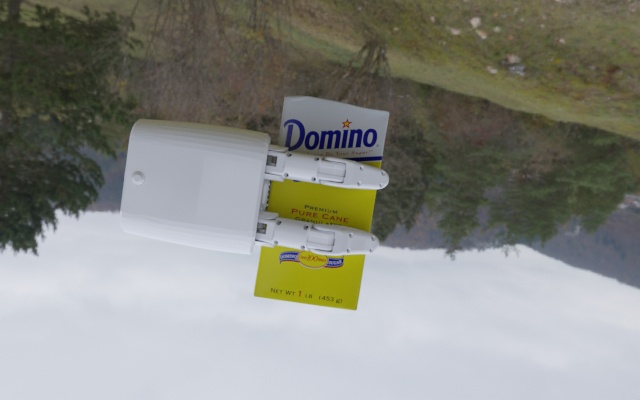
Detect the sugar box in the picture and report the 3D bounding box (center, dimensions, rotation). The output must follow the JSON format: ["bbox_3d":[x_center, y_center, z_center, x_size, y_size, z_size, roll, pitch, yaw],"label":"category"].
[{"bbox_3d":[0.000,0.002,0.423,0.093,0.176,0.048,8,4,-5],"label":"sugar box"}]
